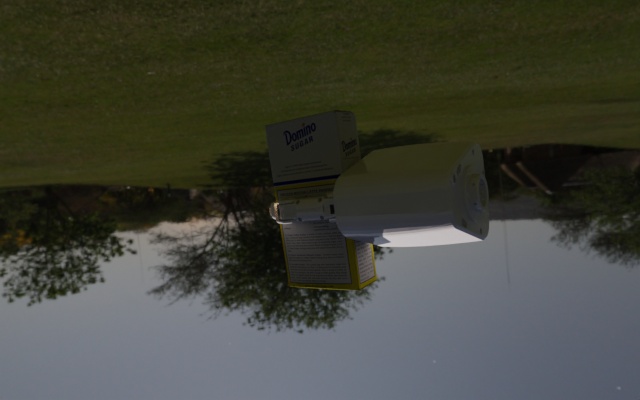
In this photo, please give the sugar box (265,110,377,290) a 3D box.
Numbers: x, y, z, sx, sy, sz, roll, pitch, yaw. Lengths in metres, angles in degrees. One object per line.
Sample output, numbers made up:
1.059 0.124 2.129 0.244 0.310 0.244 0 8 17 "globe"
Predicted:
0.001 0.002 0.497 0.093 0.176 0.048 -4 3 35 "sugar box"
